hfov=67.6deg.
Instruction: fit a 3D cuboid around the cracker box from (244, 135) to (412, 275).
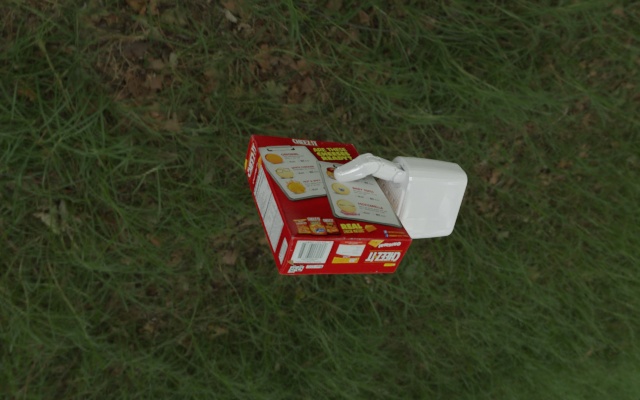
[{"bbox_3d":[0.000,0.002,0.644,0.164,0.072,0.213,2,38,-26],"label":"cracker box"}]
